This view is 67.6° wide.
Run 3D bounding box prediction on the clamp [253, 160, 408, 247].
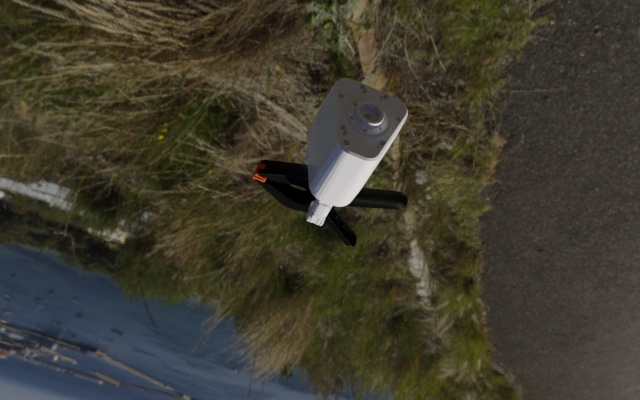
[{"bbox_3d":[-0.001,0.003,0.702,0.210,0.036,0.165,20,-34,-8],"label":"clamp"}]
